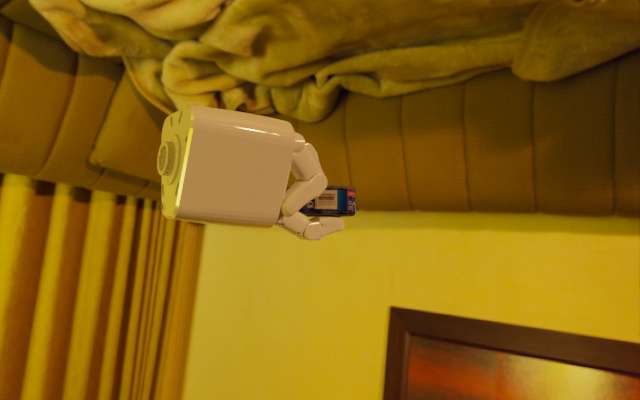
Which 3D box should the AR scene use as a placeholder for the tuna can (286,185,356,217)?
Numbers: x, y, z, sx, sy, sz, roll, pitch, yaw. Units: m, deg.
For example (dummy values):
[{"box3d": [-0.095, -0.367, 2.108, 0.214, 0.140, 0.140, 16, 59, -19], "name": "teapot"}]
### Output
[{"box3d": [0.000, 0.002, 0.576, 0.086, 0.034, 0.086, 0, -4, 0], "name": "tuna can"}]
